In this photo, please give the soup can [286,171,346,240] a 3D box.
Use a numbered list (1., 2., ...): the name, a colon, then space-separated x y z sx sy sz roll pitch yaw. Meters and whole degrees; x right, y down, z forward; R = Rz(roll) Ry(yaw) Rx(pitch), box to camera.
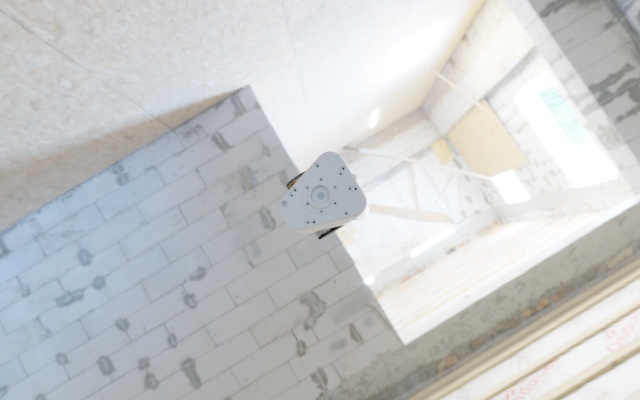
1. soup can: 0.000 0.003 0.762 0.068 0.102 0.068 -31 -6 -3
